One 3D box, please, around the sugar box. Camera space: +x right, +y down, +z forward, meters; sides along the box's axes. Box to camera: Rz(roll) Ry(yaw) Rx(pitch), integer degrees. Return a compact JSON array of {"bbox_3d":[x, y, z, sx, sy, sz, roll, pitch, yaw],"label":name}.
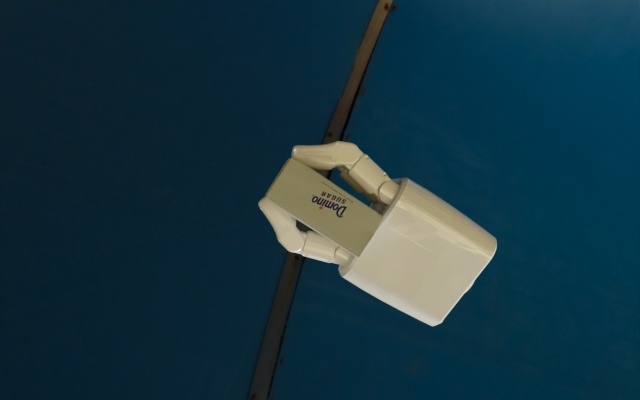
[{"bbox_3d":[0.000,0.001,0.462,0.093,0.048,0.176,33,-2,-4],"label":"sugar box"}]
